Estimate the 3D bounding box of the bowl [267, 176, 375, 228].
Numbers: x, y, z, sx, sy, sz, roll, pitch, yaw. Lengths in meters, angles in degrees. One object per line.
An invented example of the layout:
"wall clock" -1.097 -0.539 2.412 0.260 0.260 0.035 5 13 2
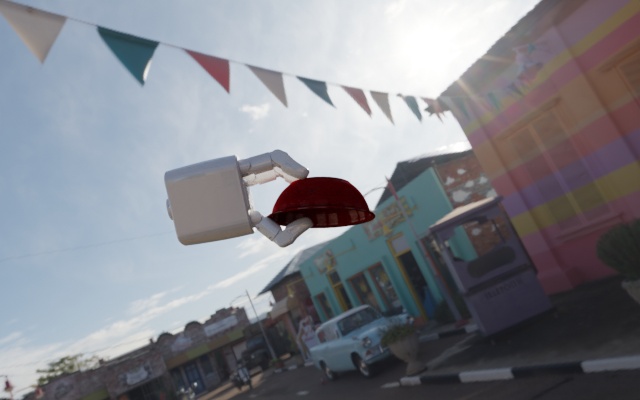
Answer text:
"bowl" 0.001 0.002 0.712 0.162 0.055 0.162 -1 -13 0
